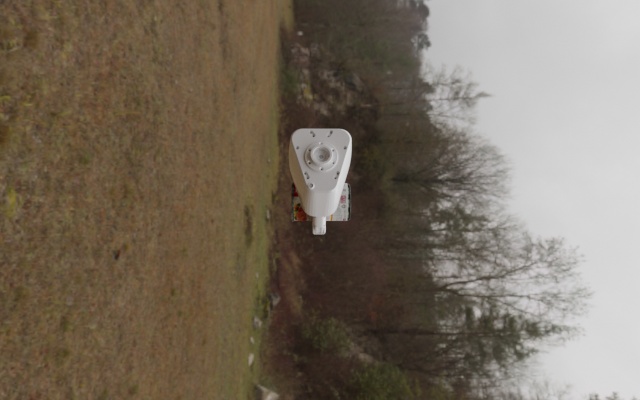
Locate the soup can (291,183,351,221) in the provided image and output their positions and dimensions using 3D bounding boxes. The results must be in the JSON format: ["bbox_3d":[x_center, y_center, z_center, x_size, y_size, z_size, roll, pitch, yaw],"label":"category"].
[{"bbox_3d":[0.000,0.003,0.846,0.102,0.068,0.068,0,0,-2],"label":"soup can"}]
